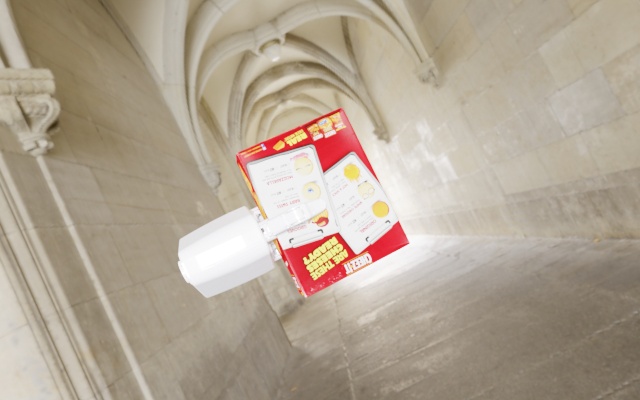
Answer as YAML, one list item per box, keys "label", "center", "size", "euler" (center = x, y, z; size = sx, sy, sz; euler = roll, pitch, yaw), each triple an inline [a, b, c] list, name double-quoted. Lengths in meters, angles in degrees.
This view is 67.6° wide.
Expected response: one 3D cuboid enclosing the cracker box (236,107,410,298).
- label: "cracker box"
  center: [0.000, 0.002, 0.671]
  size: [0.164, 0.213, 0.072]
  euler: [-26, -3, -11]
